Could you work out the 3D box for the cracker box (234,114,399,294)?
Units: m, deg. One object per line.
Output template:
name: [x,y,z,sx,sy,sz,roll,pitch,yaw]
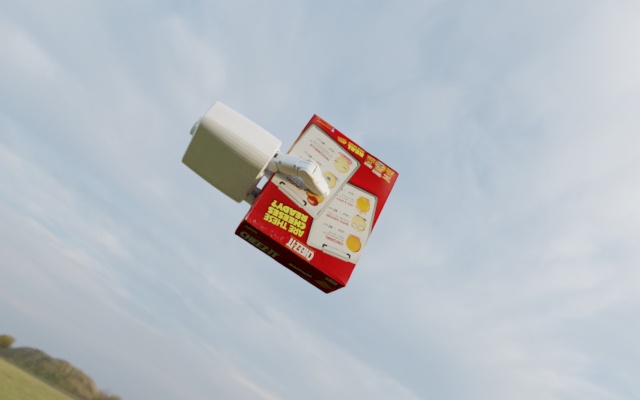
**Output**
cracker box: [0.000,0.002,0.702,0.164,0.213,0.072,34,-31,-8]
